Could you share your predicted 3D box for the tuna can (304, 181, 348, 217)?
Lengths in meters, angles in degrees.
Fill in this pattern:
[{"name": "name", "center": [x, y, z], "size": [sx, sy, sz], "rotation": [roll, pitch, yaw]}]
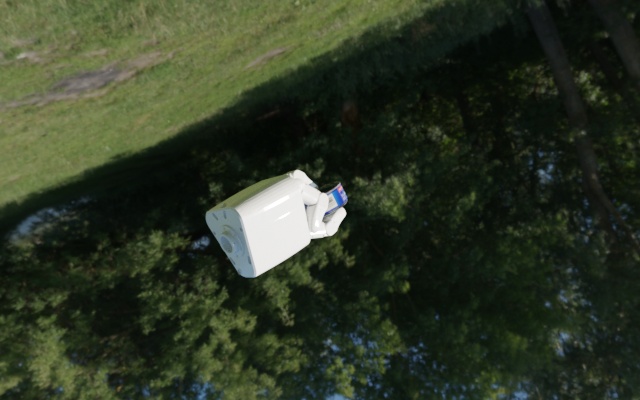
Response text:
[{"name": "tuna can", "center": [0.000, 0.003, 0.777], "size": [0.086, 0.034, 0.086], "rotation": [-26, 10, 5]}]
